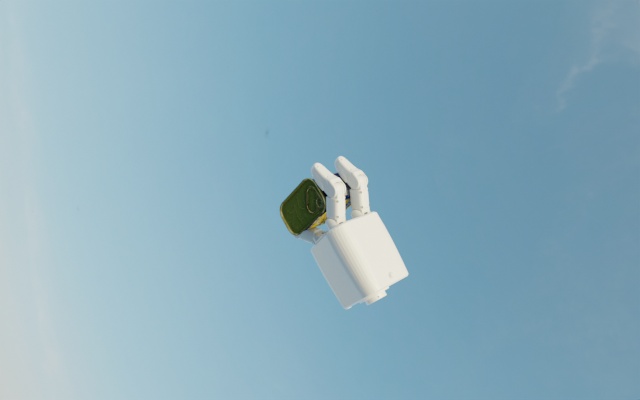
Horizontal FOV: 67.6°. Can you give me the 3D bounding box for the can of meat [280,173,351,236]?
[{"bbox_3d":[0.000,0.002,0.732,0.084,0.057,0.102,-16,-20,-43],"label":"can of meat"}]
